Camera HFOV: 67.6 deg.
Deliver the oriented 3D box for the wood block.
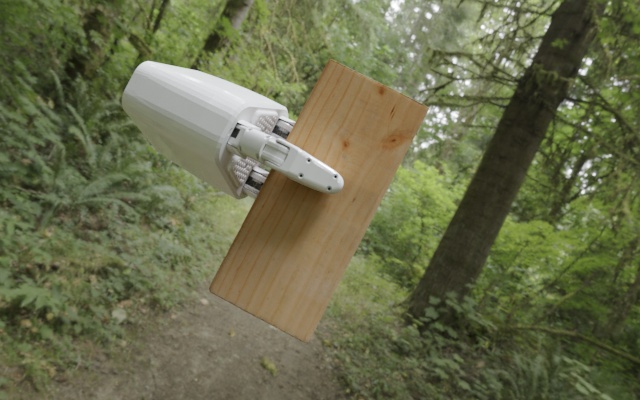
[{"bbox_3d":[0.000,0.001,0.412,0.090,0.206,0.091,27,-1,3],"label":"wood block"}]
